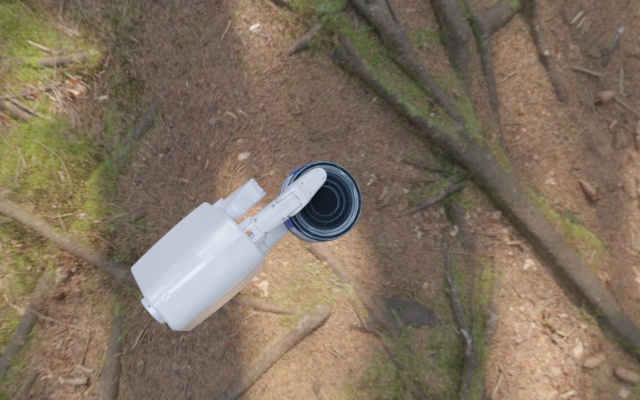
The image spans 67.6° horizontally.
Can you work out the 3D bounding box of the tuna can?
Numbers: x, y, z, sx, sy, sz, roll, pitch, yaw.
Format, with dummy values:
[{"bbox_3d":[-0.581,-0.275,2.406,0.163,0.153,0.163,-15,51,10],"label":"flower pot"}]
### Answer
[{"bbox_3d":[0.000,0.002,0.507,0.086,0.086,0.034,0,-6,-19],"label":"tuna can"}]
